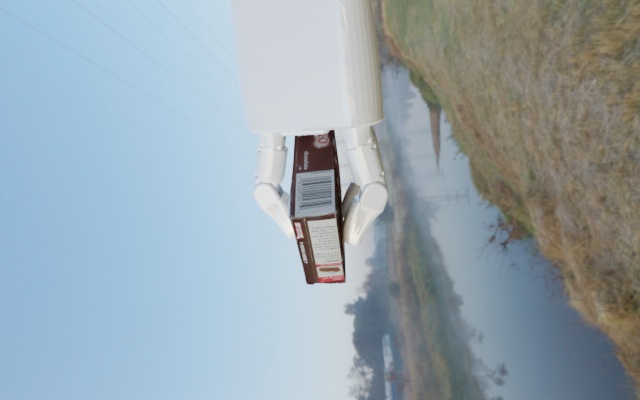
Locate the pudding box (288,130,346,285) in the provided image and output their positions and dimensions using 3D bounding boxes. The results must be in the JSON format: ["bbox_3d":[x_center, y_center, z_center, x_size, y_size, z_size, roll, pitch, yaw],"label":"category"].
[{"bbox_3d":[0.000,0.001,0.412,0.039,0.113,0.090,-4,-44,7],"label":"pudding box"}]
